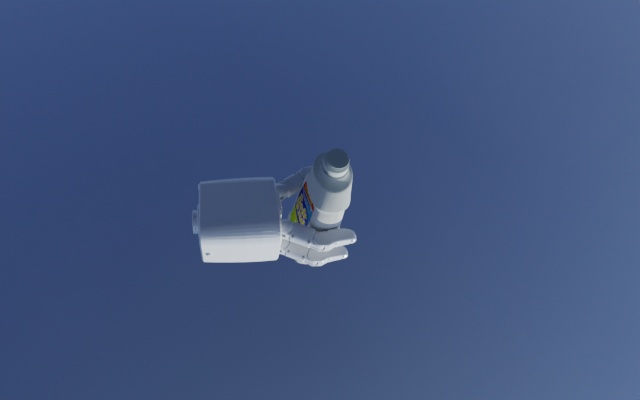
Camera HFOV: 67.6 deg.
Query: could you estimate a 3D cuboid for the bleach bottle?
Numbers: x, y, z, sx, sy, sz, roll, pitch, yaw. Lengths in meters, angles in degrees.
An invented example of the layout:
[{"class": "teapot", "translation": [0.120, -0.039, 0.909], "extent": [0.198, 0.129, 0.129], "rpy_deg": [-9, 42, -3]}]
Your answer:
[{"class": "bleach bottle", "translation": [0.000, 0.002, 0.674], "extent": [0.068, 0.102, 0.251], "rpy_deg": [-2, -28, -11]}]
